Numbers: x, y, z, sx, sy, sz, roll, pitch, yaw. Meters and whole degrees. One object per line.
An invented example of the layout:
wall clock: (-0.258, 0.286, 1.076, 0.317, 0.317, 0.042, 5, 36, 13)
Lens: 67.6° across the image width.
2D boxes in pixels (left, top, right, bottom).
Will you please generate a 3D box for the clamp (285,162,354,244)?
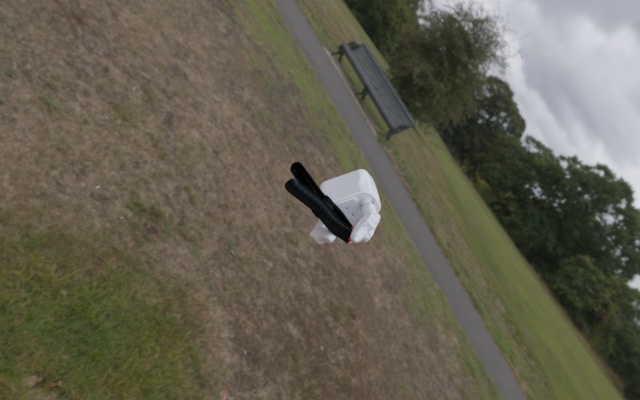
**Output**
clamp: (0.001, 0.003, 0.837, 0.039, 0.171, 0.120, -35, 24, 19)
